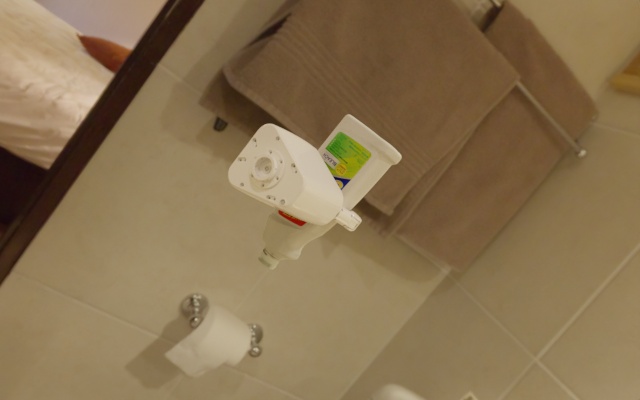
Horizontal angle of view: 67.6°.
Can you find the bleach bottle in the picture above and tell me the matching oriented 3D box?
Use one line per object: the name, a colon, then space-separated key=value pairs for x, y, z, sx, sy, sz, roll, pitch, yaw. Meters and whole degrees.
bleach bottle: x=0.000 y=0.002 z=0.699 sx=0.102 sy=0.251 sz=0.068 roll=42 pitch=8 yaw=26
